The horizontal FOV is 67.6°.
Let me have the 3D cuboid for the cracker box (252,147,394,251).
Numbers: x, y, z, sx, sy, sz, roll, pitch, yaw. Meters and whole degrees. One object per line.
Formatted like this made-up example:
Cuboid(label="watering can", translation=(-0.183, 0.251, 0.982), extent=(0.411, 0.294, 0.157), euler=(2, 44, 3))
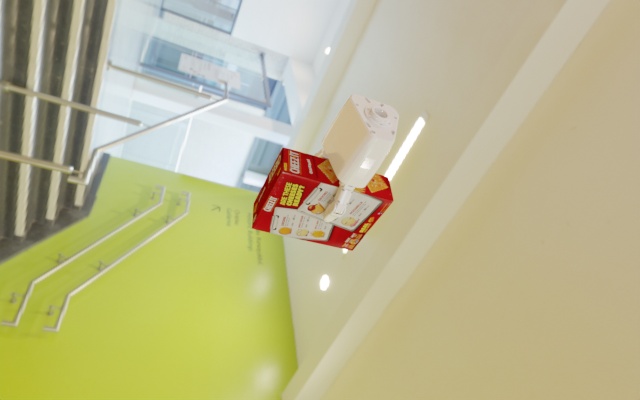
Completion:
Cuboid(label="cracker box", translation=(0.000, 0.003, 0.883), extent=(0.214, 0.072, 0.164), euler=(15, -45, -20))
